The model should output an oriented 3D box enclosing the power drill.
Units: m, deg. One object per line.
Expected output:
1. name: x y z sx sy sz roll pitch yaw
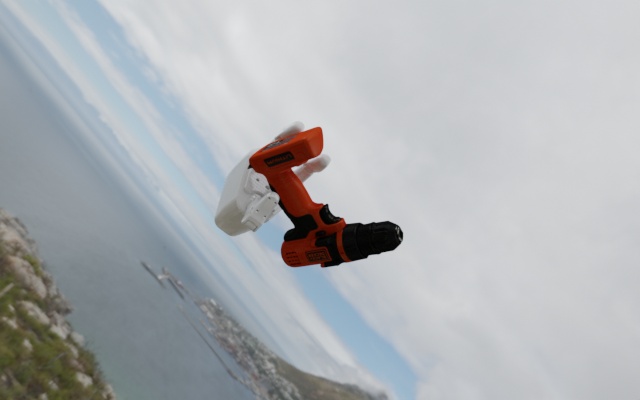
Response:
1. power drill: 0.000 0.002 0.634 0.184 0.188 0.057 -14 19 29
